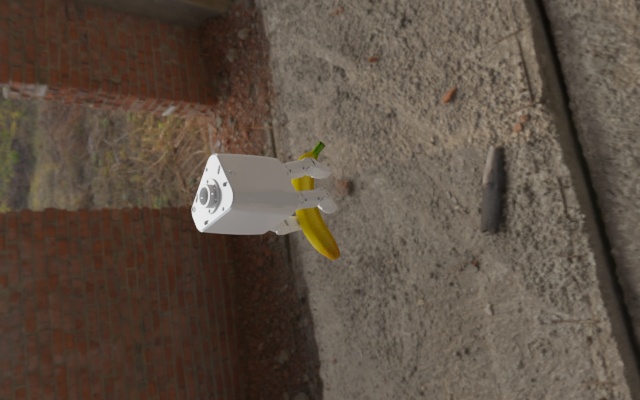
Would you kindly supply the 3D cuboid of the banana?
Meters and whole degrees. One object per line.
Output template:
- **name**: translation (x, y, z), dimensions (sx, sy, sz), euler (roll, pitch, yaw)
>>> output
- **banana**: translation (-0.014, 0.004, 0.777), dimensions (0.069, 0.197, 0.037), euler (-21, -19, 40)
